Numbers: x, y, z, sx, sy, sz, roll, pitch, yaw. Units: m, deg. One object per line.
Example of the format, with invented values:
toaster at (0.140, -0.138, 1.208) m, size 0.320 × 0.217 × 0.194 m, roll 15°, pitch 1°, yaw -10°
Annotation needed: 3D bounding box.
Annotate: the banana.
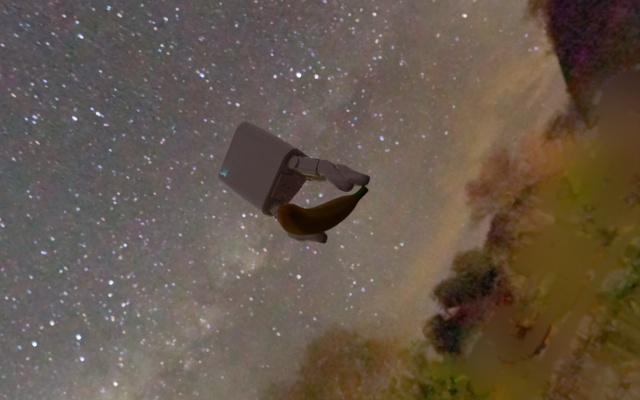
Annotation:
banana at (-0.005, 0.017, 0.653) m, size 0.037 × 0.070 × 0.198 m, roll 36°, pitch 27°, yaw 23°
